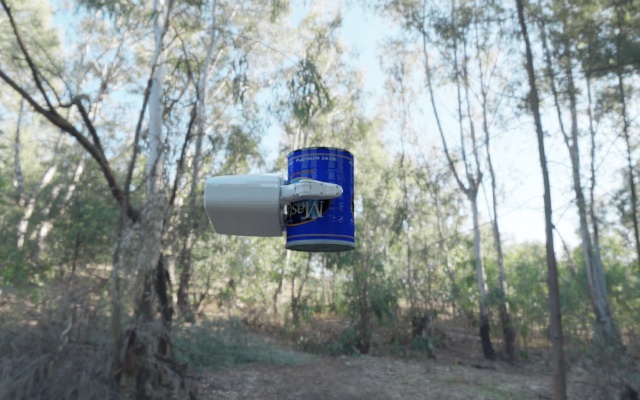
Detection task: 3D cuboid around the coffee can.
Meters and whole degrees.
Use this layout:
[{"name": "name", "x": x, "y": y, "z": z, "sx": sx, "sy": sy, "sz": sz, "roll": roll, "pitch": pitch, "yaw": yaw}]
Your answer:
[{"name": "coffee can", "x": 0.000, "y": 0.002, "z": 0.710, "sx": 0.103, "sy": 0.140, "sz": 0.103, "roll": 0, "pitch": -12, "yaw": 0}]
